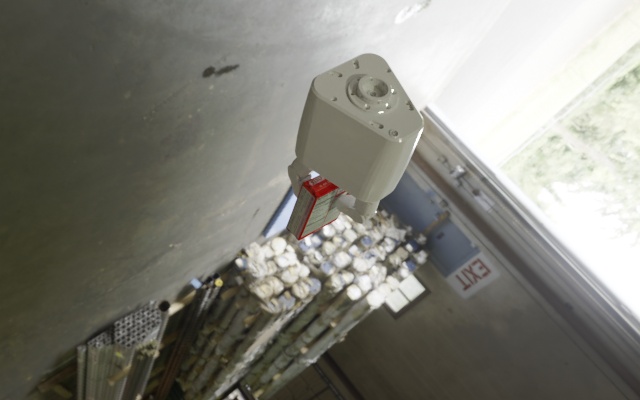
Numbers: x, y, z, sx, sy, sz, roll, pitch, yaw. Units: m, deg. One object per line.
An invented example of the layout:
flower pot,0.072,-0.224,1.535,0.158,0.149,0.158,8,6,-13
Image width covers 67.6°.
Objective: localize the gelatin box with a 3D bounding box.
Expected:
gelatin box,0.000,0.003,0.607,0.073,0.089,0.030,-28,62,-38
